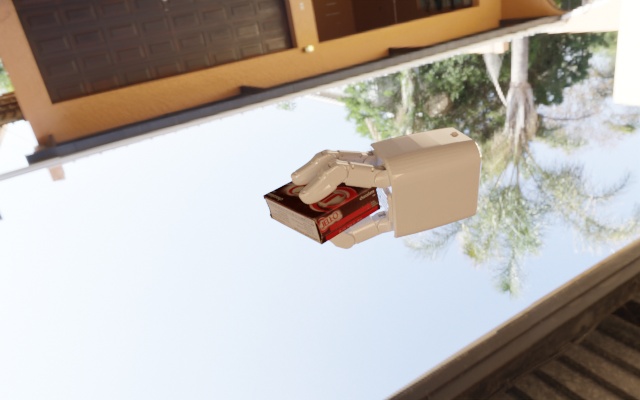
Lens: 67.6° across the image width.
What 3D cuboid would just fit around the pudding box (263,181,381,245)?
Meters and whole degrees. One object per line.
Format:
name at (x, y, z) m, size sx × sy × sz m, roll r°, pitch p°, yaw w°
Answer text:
pudding box at (0.000, 0.002, 0.561) m, size 0.090 × 0.039 × 0.113 m, roll -28°, pitch 27°, yaw -28°
